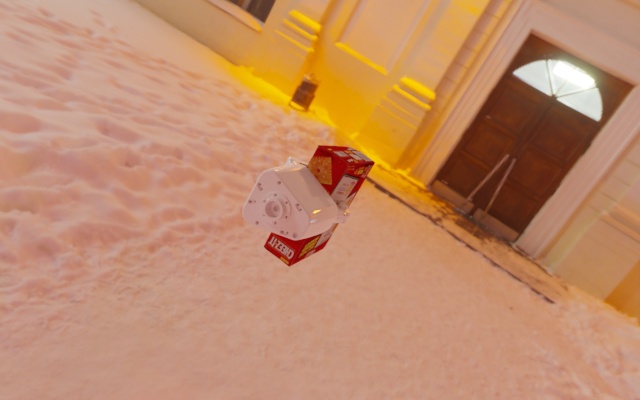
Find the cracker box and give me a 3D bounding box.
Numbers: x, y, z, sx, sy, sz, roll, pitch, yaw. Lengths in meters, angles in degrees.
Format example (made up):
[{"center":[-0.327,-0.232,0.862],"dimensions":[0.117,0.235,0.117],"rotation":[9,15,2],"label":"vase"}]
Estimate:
[{"center":[0.000,0.003,0.885],"dimensions":[0.072,0.214,0.164],"rotation":[35,18,15],"label":"cracker box"}]
